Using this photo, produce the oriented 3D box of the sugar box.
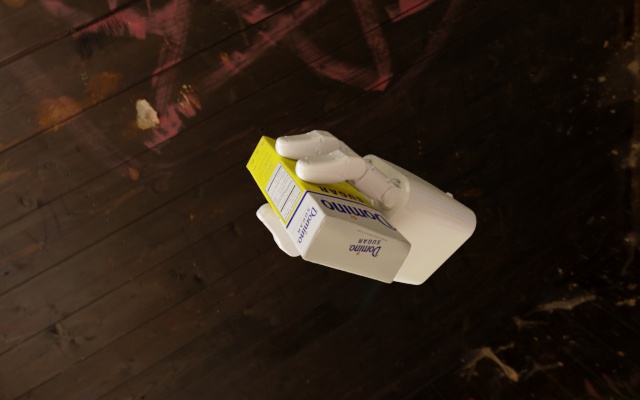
[{"bbox_3d":[0.000,0.001,0.440,0.093,0.048,0.176,20,14,-32],"label":"sugar box"}]
